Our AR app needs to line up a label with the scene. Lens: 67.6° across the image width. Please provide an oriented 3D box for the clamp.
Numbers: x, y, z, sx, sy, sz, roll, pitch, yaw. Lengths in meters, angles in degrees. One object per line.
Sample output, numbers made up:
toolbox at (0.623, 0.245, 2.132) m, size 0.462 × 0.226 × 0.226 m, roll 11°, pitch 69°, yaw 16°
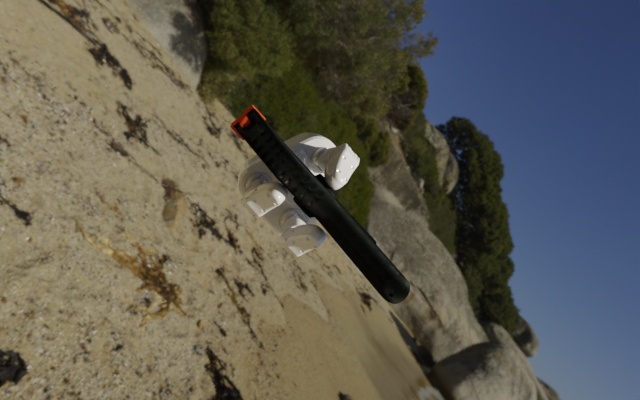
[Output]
clamp at (0.000, 0.000, 0.440) m, size 0.036 × 0.210 × 0.164 m, roll -42°, pitch 16°, yaw 2°
